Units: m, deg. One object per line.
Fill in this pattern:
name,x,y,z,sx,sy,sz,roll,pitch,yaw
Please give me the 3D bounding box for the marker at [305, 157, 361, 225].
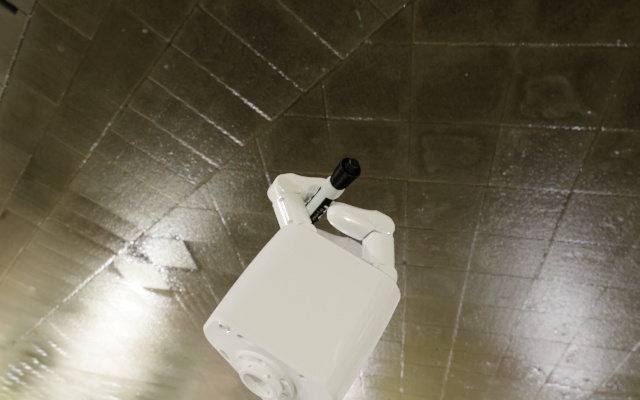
marker,0.000,0.001,0.413,0.020,0.020,0.121,0,-30,-30
